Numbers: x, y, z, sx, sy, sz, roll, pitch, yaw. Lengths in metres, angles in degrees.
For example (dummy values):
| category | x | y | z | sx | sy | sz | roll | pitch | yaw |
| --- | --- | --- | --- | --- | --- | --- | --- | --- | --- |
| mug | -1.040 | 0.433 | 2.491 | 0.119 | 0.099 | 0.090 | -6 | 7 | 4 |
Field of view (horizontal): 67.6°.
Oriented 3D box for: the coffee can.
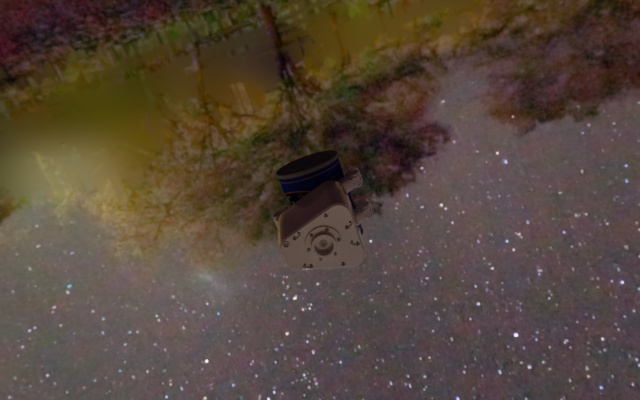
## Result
| category | x | y | z | sx | sy | sz | roll | pitch | yaw |
| --- | --- | --- | --- | --- | --- | --- | --- | --- | --- |
| coffee can | 0.000 | 0.002 | 0.772 | 0.103 | 0.140 | 0.102 | -18 | 17 | 6 |
